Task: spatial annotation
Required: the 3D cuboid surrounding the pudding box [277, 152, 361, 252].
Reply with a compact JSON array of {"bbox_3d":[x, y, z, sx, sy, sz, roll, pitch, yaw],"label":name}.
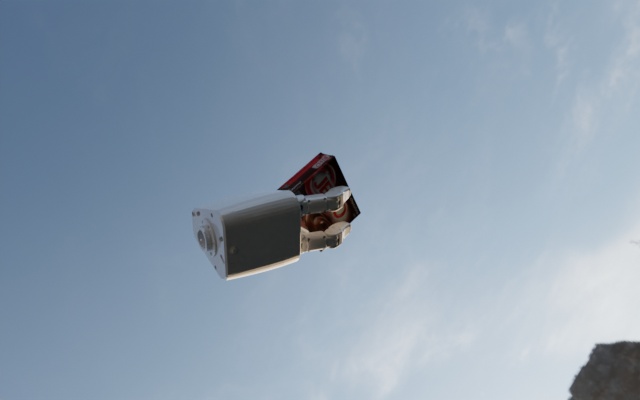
[{"bbox_3d":[0.000,0.002,0.681,0.090,0.114,0.039,-42,39,-20],"label":"pudding box"}]
